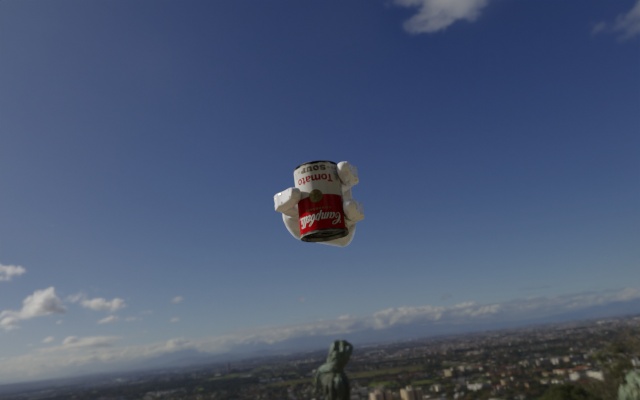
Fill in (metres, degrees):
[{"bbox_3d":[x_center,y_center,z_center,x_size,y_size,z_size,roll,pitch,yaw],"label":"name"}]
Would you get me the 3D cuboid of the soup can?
[{"bbox_3d":[0.000,0.002,0.677,0.068,0.102,0.068,-6,-16,-2],"label":"soup can"}]
